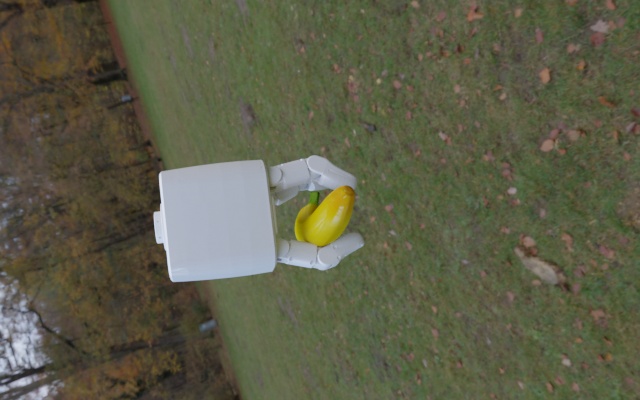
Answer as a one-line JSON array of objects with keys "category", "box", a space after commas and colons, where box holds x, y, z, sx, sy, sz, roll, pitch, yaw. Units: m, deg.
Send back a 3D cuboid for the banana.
[{"category": "banana", "box": [-0.002, 0.020, 0.530, 0.037, 0.069, 0.198, 6, -1, -12]}]
